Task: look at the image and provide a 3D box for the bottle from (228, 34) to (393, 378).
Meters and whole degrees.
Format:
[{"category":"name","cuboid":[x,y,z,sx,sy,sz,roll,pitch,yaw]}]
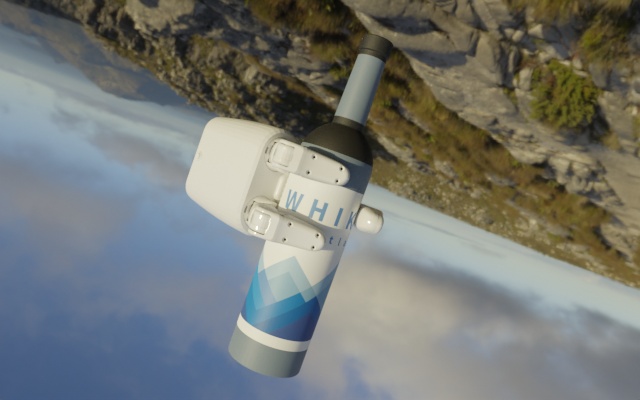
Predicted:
[{"category":"bottle","cuboid":[0.000,0.002,0.415,0.069,0.296,0.069,20,2,-1]}]
